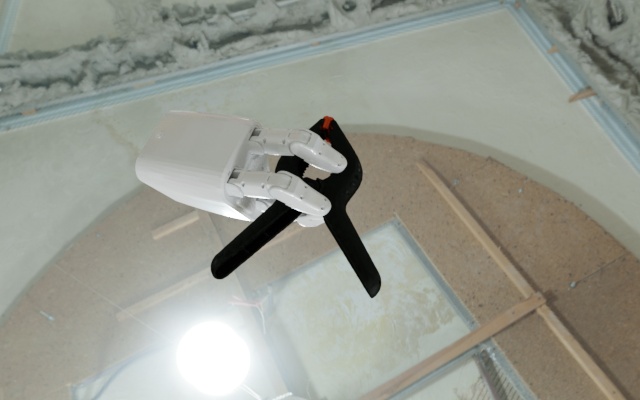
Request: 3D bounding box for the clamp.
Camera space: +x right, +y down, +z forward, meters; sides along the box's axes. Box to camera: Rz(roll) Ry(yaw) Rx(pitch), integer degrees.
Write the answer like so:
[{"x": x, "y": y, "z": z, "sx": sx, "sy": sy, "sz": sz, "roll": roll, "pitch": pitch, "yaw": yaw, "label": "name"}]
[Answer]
[{"x": 0.000, "y": 0.002, "z": 0.488, "sx": 0.164, "sy": 0.210, "sz": 0.036, "roll": 11, "pitch": -31, "yaw": 17, "label": "clamp"}]
